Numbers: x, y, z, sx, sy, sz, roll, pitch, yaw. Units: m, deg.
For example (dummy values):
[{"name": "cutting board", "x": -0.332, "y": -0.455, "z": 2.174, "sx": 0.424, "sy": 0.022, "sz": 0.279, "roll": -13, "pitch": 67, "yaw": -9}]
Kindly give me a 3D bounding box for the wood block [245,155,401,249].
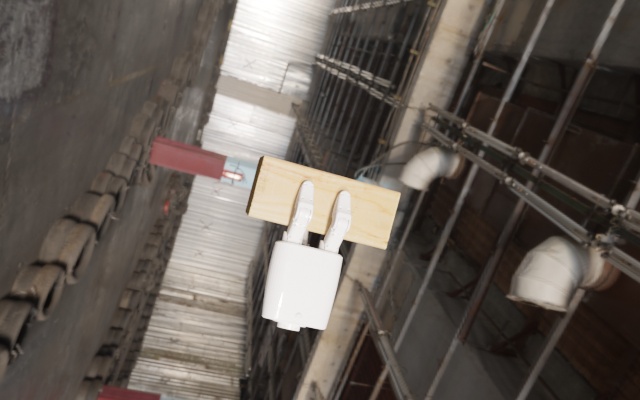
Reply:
[{"name": "wood block", "x": 0.000, "y": 0.003, "z": 0.719, "sx": 0.206, "sy": 0.090, "sz": 0.091, "roll": 15, "pitch": -1, "yaw": -13}]
